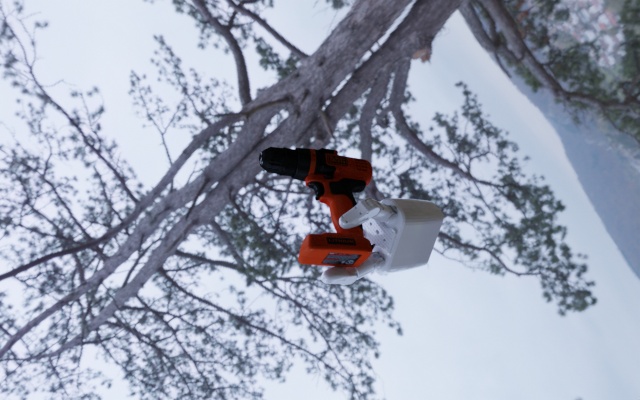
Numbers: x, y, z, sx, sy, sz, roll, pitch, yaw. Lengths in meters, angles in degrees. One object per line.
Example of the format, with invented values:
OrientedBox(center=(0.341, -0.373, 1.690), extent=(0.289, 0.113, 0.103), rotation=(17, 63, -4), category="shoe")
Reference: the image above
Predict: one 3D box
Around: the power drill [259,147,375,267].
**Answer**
OrientedBox(center=(0.000, 0.003, 0.713), extent=(0.184, 0.187, 0.057), rotation=(6, -33, -17), category="power drill")
